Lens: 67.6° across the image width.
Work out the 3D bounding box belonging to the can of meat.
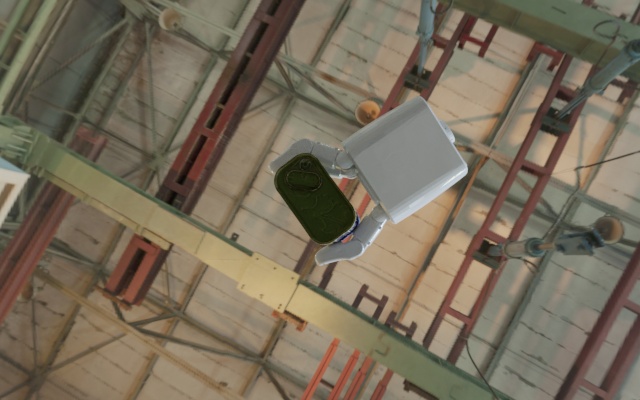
[{"bbox_3d":[0.000,0.002,0.558,0.057,0.102,0.084,-37,-11,4],"label":"can of meat"}]
